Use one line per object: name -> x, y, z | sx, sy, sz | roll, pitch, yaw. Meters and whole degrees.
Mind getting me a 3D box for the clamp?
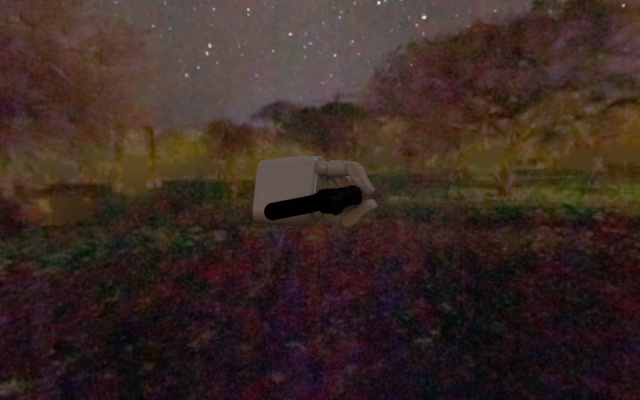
clamp -> 0.000, 0.002, 0.692 | 0.120, 0.039, 0.171 | 0, 5, 22
